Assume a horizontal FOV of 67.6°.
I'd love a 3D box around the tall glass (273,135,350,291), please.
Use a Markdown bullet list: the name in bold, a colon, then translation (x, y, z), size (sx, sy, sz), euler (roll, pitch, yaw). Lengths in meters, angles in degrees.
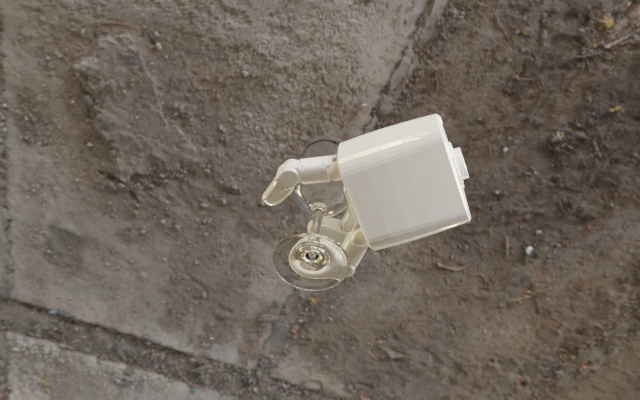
- **tall glass**: translation (0.000, 0.002, 0.536), size (0.079, 0.079, 0.201), euler (0, 36, 6)
